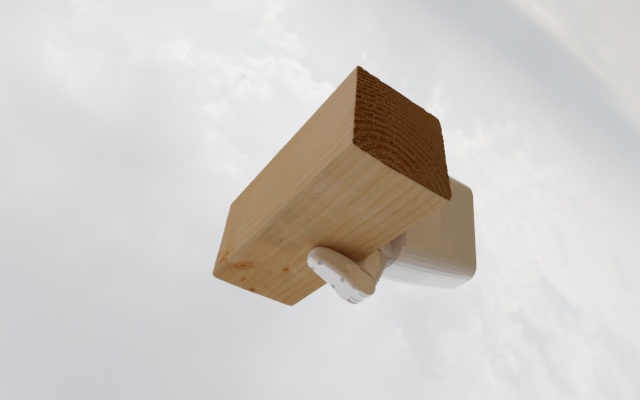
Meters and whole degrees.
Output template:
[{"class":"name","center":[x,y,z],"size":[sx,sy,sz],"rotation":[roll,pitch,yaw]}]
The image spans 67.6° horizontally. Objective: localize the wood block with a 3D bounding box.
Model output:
[{"class":"wood block","center":[0.000,0.002,0.408],"size":[0.090,0.090,0.206],"rotation":[27,-45,-24]}]
